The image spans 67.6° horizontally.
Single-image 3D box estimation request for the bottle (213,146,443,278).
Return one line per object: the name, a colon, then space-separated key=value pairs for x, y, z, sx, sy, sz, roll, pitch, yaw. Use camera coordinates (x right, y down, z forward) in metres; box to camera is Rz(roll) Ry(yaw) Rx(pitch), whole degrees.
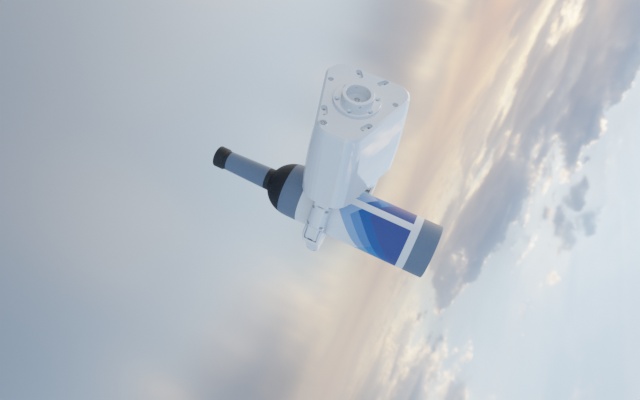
bottle: x=0.000 y=0.002 z=0.591 sx=0.295 sy=0.069 sz=0.069 roll=24 pitch=4 yaw=10
